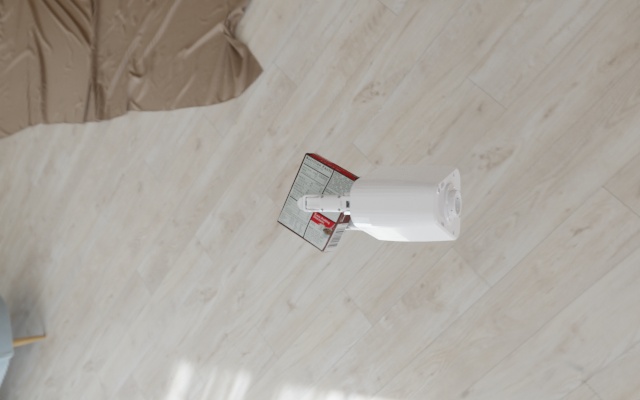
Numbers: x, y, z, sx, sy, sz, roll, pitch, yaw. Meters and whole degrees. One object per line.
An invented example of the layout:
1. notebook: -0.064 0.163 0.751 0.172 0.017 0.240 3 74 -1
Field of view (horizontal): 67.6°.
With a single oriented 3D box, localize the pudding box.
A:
1. pudding box: 0.000 0.002 0.662 0.090 0.113 0.039 32 15 26
